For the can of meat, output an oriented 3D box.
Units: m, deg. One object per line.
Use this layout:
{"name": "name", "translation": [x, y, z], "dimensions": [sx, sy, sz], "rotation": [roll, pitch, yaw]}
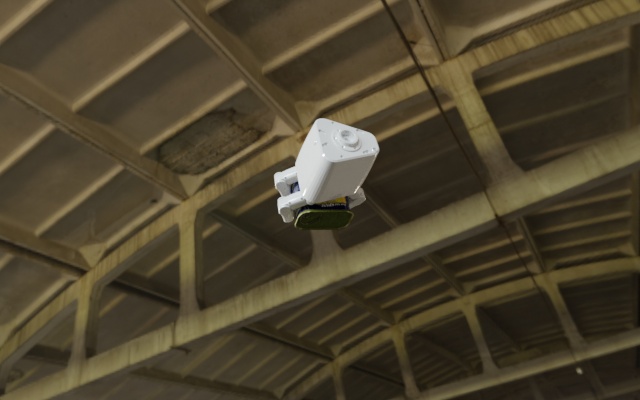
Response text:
{"name": "can of meat", "translation": [0.000, 0.003, 0.858], "dimensions": [0.102, 0.084, 0.057], "rotation": [0, -36, -18]}
